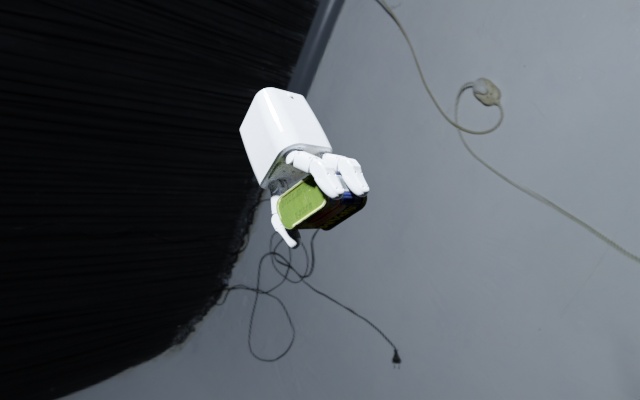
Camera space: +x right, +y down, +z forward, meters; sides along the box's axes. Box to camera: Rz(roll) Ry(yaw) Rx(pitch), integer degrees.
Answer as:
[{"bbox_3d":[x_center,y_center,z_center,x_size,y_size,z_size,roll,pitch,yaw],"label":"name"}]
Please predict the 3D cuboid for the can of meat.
[{"bbox_3d":[0.000,0.002,0.673,0.084,0.057,0.102,2,-29,-48],"label":"can of meat"}]
